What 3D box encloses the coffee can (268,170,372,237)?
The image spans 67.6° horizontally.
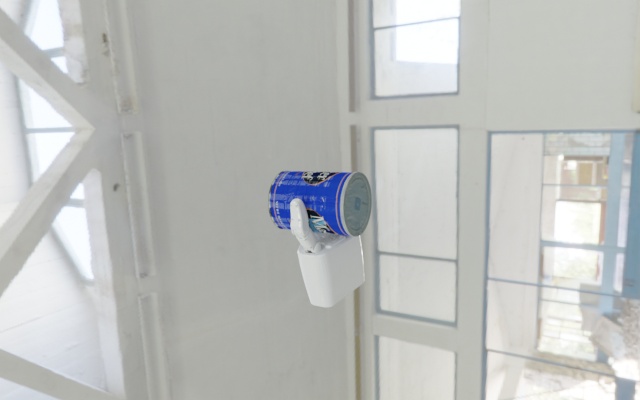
[{"bbox_3d":[0.000,0.002,0.788,0.140,0.103,0.103,3,2,30],"label":"coffee can"}]
